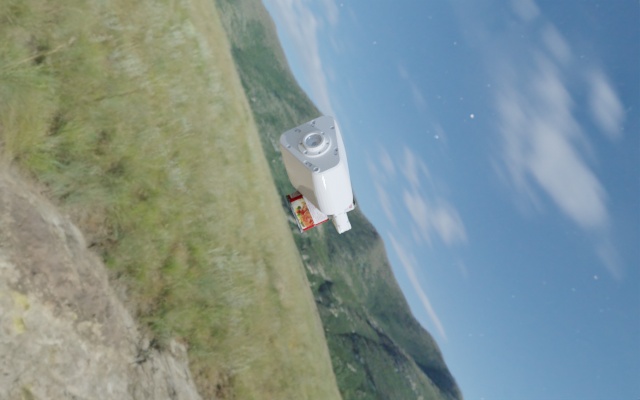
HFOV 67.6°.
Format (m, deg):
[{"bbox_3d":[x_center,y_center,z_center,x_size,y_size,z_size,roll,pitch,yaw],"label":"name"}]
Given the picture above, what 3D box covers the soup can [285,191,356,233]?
[{"bbox_3d":[0.001,0.003,0.808,0.102,0.068,0.068,-24,2,-5],"label":"soup can"}]
